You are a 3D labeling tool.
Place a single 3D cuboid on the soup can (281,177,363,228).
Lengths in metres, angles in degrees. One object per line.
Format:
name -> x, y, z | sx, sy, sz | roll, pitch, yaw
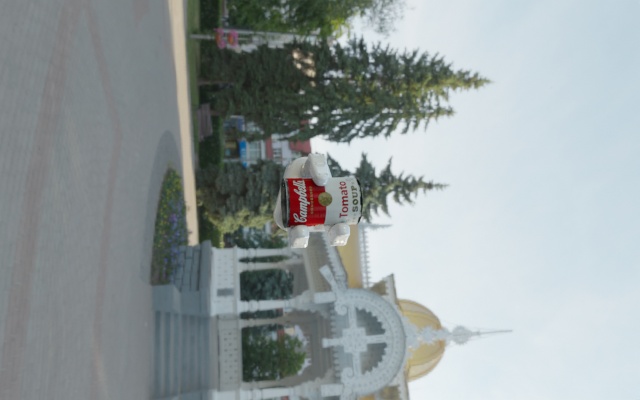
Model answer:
soup can -> 0.000, 0.002, 0.650 | 0.102, 0.068, 0.068 | -2, 0, -11
